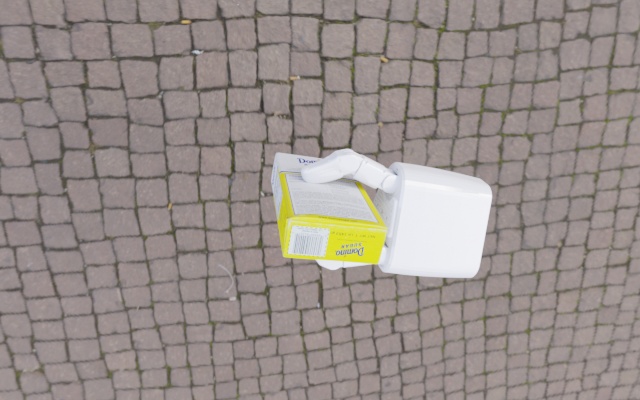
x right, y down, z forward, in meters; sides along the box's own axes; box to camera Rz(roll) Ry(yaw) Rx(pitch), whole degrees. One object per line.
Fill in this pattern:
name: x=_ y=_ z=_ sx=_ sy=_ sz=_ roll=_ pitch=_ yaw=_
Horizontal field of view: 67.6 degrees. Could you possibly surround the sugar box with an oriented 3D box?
sugar box: x=0.000 y=0.002 z=0.502 sx=0.093 sy=0.048 sz=0.176 roll=7 pitch=21 yaw=-12
